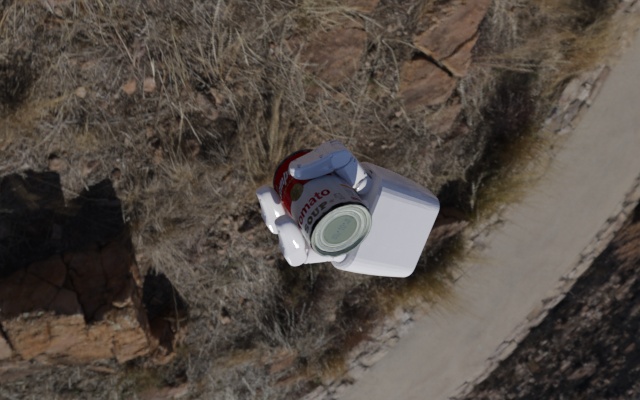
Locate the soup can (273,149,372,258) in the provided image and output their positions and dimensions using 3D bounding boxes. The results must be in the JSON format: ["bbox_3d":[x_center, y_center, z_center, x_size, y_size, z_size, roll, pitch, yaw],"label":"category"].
[{"bbox_3d":[0.000,0.002,0.488,0.068,0.068,0.102,0,35,-30],"label":"soup can"}]
